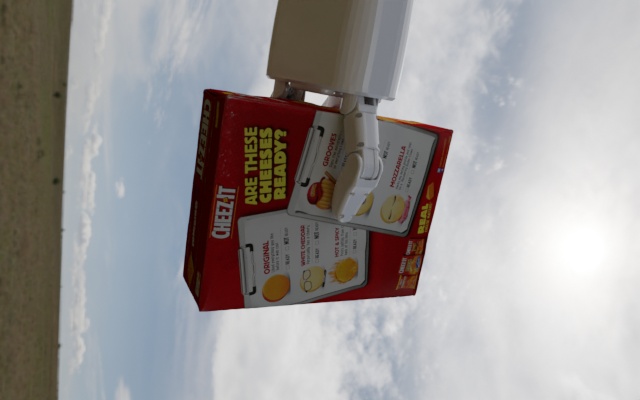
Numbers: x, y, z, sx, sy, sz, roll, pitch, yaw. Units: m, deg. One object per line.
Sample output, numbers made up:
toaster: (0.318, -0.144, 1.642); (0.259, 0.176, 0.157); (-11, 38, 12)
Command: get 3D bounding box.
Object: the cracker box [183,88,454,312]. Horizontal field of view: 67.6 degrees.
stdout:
cracker box: (0.000, 0.001, 0.416); (0.214, 0.164, 0.072); (3, 15, -30)
